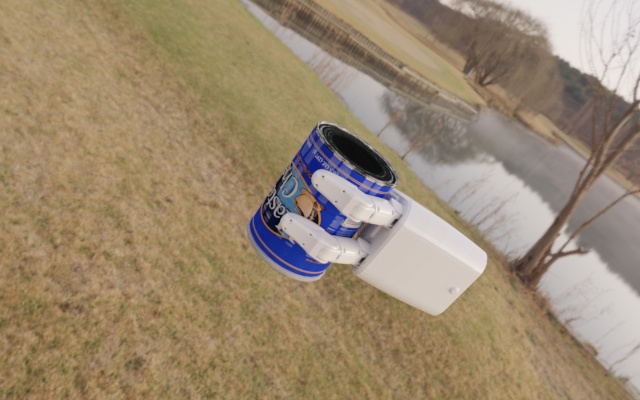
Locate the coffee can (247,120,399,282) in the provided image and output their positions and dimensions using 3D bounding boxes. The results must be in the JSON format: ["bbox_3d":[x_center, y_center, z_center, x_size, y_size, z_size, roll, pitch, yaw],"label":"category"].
[{"bbox_3d":[0.000,0.002,0.509,0.103,0.140,0.102,31,24,-15],"label":"coffee can"}]
